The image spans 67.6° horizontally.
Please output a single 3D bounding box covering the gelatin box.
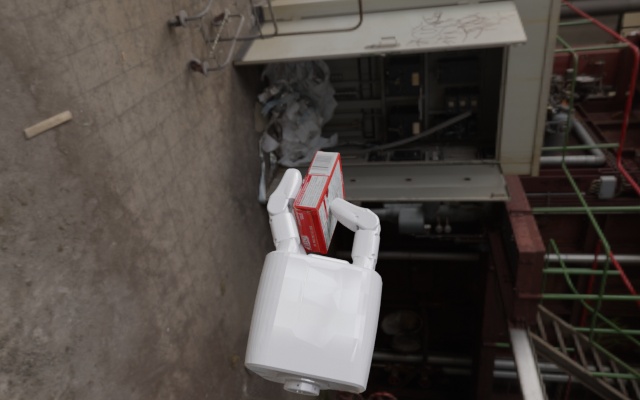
[{"bbox_3d":[0.001,0.002,0.525,0.030,0.089,0.073,8,-40,16],"label":"gelatin box"}]
